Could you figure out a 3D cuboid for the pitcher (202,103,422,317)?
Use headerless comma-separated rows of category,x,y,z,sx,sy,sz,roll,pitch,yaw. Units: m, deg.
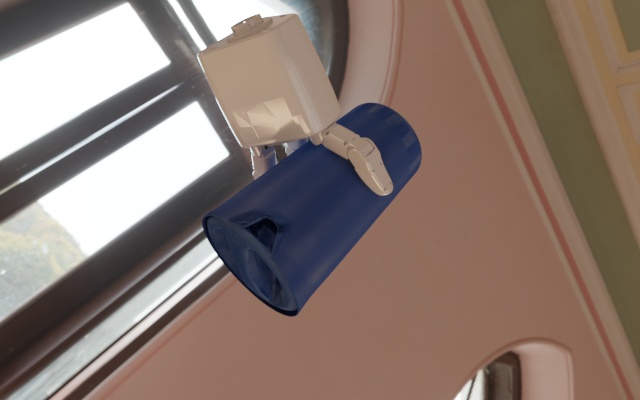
pitcher,0.000,0.002,0.532,0.149,0.145,0.242,12,46,48
